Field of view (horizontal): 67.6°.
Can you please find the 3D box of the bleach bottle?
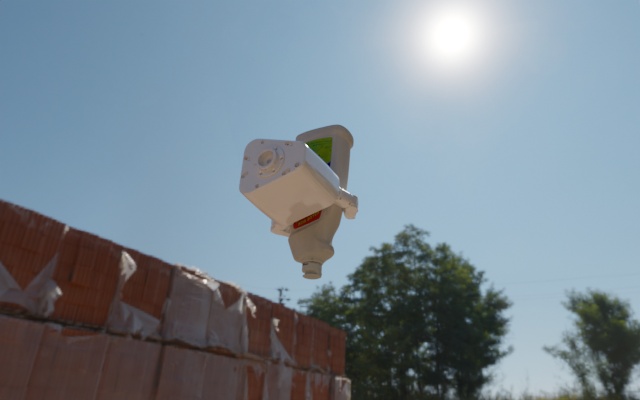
[{"bbox_3d":[0.000,0.003,0.777,0.102,0.250,0.068,-10,-29,25],"label":"bleach bottle"}]
